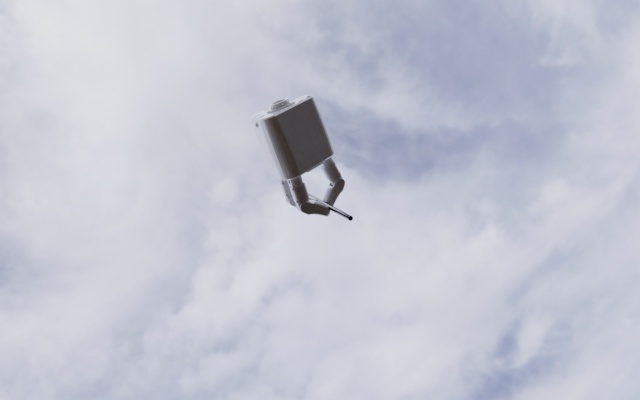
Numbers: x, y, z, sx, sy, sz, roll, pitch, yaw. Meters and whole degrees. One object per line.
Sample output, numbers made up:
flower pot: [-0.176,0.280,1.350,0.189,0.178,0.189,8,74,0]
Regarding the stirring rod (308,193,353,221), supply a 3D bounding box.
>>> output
stirring rod: [0.000,0.003,0.846,0.011,0.011,0.239,0,12,-23]
